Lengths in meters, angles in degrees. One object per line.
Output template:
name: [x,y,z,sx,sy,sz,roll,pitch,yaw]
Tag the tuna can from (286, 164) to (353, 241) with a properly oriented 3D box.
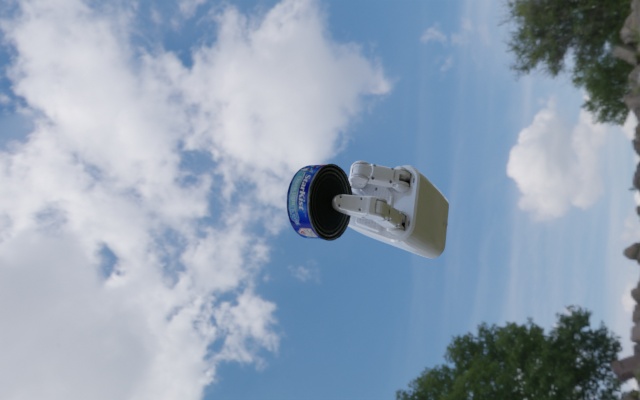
tuna can: [0.000,0.002,0.539,0.034,0.086,0.086,1,1,36]
